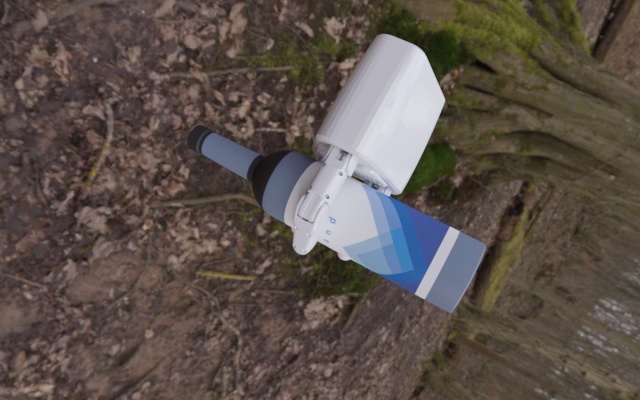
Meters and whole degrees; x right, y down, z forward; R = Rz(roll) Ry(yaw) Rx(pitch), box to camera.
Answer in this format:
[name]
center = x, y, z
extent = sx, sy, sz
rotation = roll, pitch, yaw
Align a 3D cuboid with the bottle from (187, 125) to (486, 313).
[bottle]
center = 0.000, 0.002, 0.446
extent = 0.295, 0.069, 0.069
rotation = 27, 7, 15
